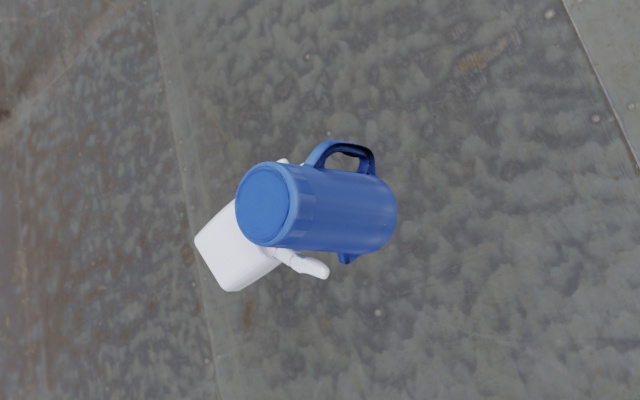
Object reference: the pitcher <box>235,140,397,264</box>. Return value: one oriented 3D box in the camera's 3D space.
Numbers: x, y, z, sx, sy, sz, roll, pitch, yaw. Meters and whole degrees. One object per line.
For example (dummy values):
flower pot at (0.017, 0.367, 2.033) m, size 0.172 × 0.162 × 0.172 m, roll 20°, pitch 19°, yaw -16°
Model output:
pitcher at (0.000, 0.002, 0.685) m, size 0.145 × 0.149 × 0.243 m, roll -36°, pitch -24°, yaw 28°
